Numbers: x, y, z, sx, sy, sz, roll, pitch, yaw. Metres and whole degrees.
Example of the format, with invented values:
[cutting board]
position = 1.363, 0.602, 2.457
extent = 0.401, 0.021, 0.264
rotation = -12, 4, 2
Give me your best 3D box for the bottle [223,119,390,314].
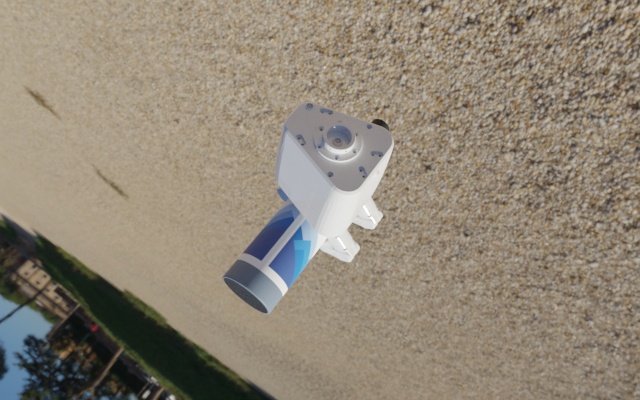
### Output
[bottle]
position = 0.000, 0.002, 0.593
extent = 0.069, 0.295, 0.069
rotation = 30, -26, 17
